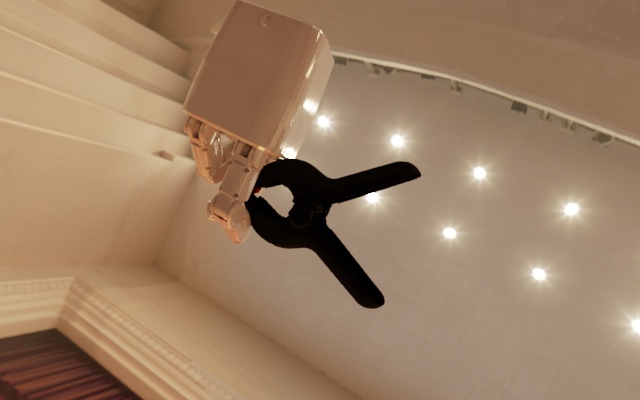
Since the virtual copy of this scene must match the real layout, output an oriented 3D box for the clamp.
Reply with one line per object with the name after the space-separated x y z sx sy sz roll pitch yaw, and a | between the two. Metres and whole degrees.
0.000 0.001 0.407 0.171 0.120 0.039 27 5 22 | clamp
